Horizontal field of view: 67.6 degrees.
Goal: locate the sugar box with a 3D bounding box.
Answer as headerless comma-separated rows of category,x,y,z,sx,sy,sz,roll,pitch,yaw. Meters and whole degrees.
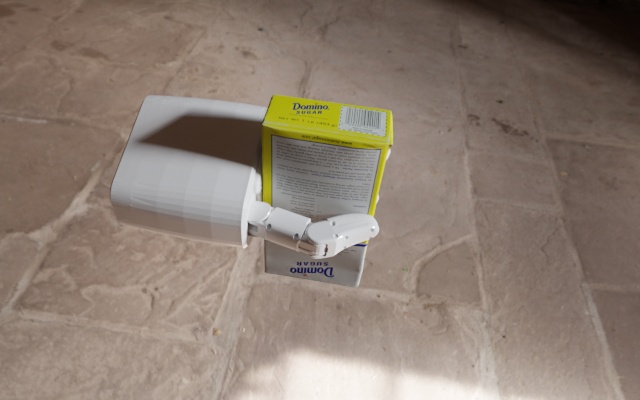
sugar box,0.000,0.001,0.403,0.093,0.048,0.176,9,-42,2
